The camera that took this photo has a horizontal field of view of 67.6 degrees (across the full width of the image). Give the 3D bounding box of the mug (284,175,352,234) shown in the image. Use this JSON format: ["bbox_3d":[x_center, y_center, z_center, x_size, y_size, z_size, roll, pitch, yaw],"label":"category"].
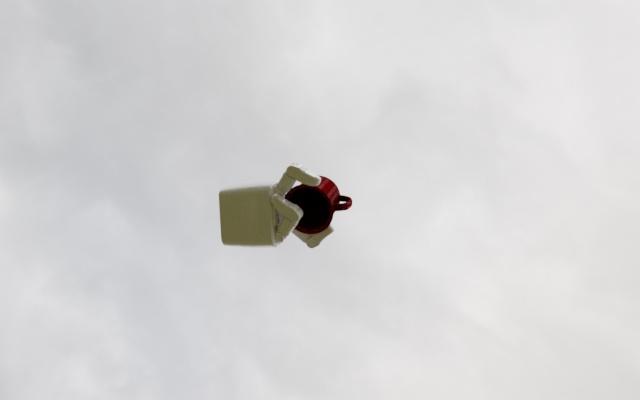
[{"bbox_3d":[0.002,0.003,0.860,0.117,0.093,0.081,-2,19,18],"label":"mug"}]
